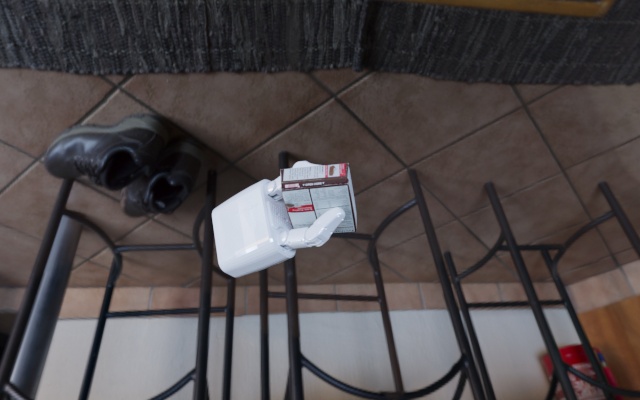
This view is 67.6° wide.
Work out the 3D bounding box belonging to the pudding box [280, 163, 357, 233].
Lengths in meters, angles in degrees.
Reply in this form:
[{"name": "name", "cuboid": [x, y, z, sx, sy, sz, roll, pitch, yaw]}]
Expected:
[{"name": "pudding box", "cuboid": [0.000, 0.002, 0.640, 0.090, 0.039, 0.114, -6, -36, 6]}]
